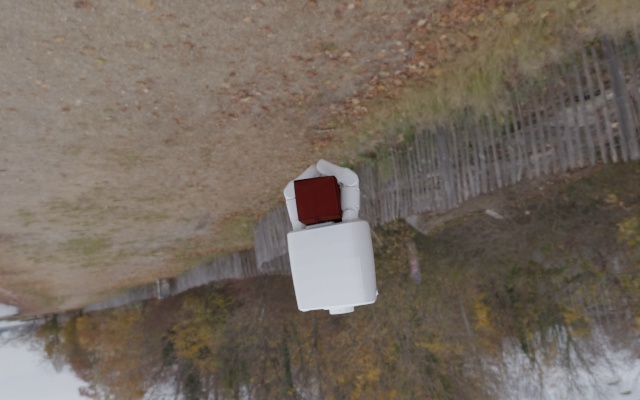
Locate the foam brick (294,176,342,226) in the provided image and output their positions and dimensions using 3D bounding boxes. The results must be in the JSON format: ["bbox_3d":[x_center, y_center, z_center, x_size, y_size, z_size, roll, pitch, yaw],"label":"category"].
[{"bbox_3d":[0.000,0.002,0.615,0.053,0.051,0.078,-8,-9,7],"label":"foam brick"}]
